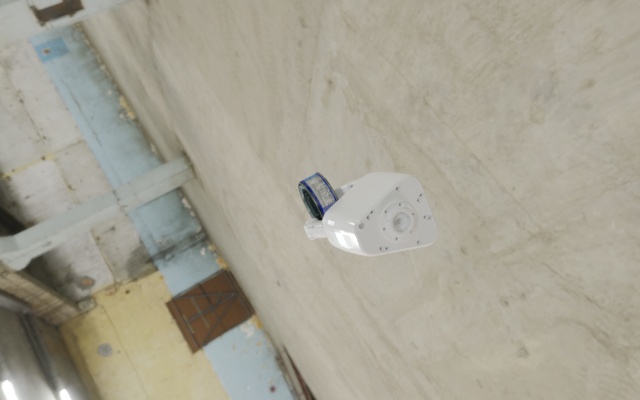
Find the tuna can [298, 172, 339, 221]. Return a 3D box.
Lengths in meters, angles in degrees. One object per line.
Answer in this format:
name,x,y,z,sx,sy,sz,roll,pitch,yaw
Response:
tuna can,0.000,0.003,0.727,0.034,0.086,0.086,-28,7,-13
